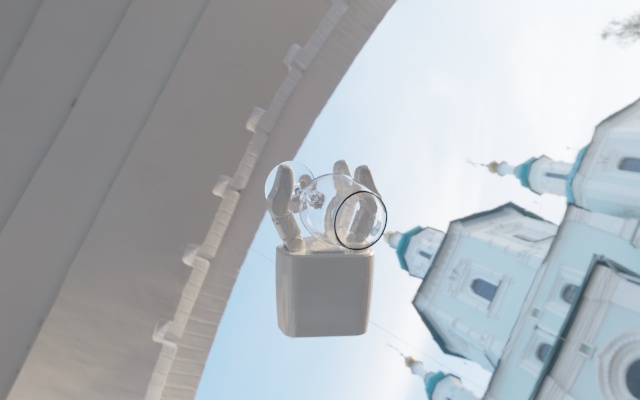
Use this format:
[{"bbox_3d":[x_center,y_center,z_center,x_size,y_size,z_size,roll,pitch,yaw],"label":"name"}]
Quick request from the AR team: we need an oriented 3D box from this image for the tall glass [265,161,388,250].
[{"bbox_3d":[0.000,0.002,0.564,0.079,0.079,0.201,0,11,-25],"label":"tall glass"}]
